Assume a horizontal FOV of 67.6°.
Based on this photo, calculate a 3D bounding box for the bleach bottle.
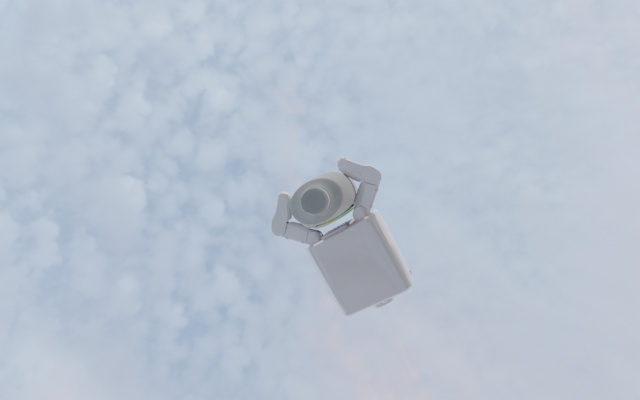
[{"bbox_3d":[0.000,0.002,0.639,0.102,0.068,0.251,-29,-2,7],"label":"bleach bottle"}]
